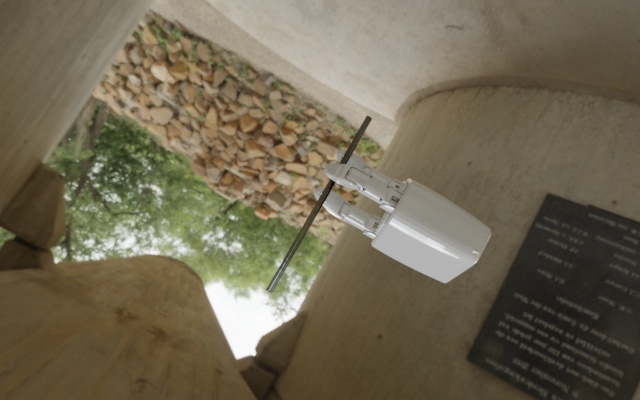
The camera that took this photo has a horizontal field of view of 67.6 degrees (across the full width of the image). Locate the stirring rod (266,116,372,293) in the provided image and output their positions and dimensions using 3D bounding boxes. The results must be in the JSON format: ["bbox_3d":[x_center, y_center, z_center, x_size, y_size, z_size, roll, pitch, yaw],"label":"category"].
[{"bbox_3d":[0.000,0.002,0.567,0.011,0.239,0.011,29,-8,4],"label":"stirring rod"}]
